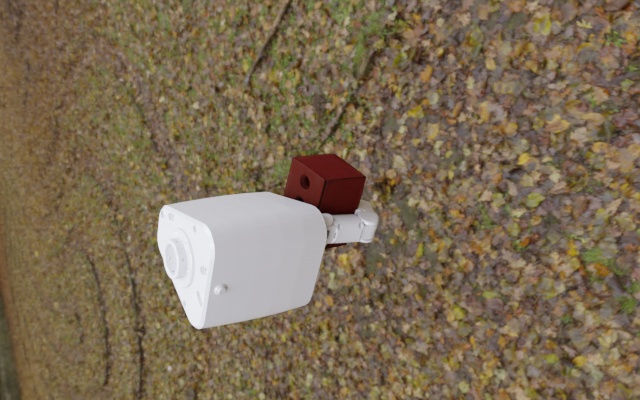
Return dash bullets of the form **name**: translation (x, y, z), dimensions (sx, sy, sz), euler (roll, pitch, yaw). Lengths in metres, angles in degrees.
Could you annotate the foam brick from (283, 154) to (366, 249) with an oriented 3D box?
- **foam brick**: translation (0.000, 0.001, 0.454), dimensions (0.051, 0.078, 0.053), euler (-6, 31, -38)
